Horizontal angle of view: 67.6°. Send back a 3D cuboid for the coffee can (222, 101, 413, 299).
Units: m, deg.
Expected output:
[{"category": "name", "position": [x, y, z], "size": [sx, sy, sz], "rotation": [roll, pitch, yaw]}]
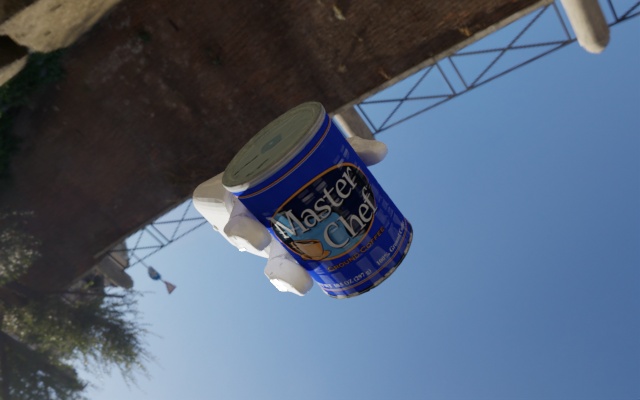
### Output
[{"category": "coffee can", "position": [0.000, 0.001, 0.413], "size": [0.140, 0.102, 0.103], "rotation": [50, -26, -24]}]
